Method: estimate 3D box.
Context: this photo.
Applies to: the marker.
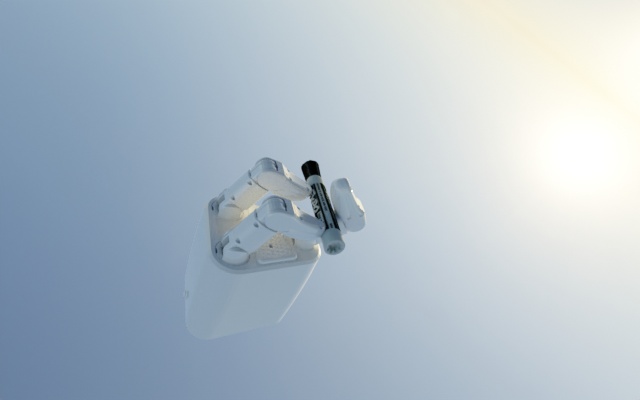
[{"bbox_3d":[0.000,0.001,0.450,0.020,0.020,0.121,0,41,-16],"label":"marker"}]
